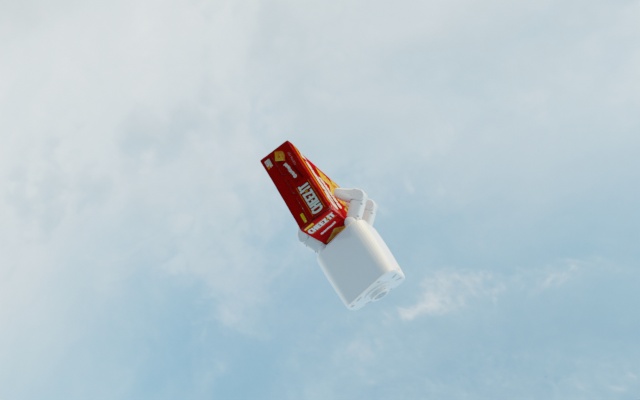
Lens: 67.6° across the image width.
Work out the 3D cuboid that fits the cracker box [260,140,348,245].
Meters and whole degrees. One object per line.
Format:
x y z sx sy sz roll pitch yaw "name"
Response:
0.000 0.003 0.878 0.072 0.164 0.214 -38 -30 8 "cracker box"
